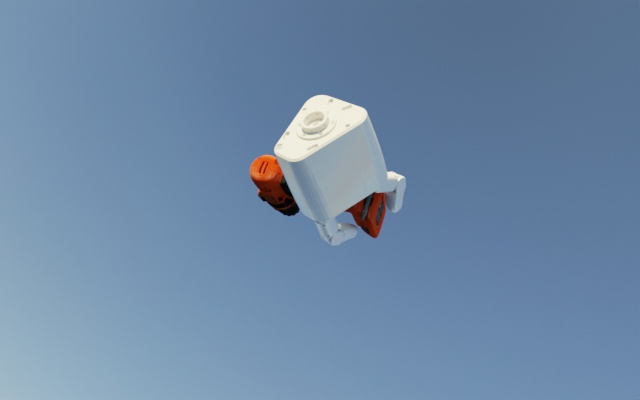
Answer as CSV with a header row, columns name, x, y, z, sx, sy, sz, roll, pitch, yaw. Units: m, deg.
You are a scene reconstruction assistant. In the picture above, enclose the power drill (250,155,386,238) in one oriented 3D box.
name,x,y,z,sx,sy,sz,roll,pitch,yaw
power drill,0.001,0.002,0.709,0.187,0.057,0.184,14,-14,14
